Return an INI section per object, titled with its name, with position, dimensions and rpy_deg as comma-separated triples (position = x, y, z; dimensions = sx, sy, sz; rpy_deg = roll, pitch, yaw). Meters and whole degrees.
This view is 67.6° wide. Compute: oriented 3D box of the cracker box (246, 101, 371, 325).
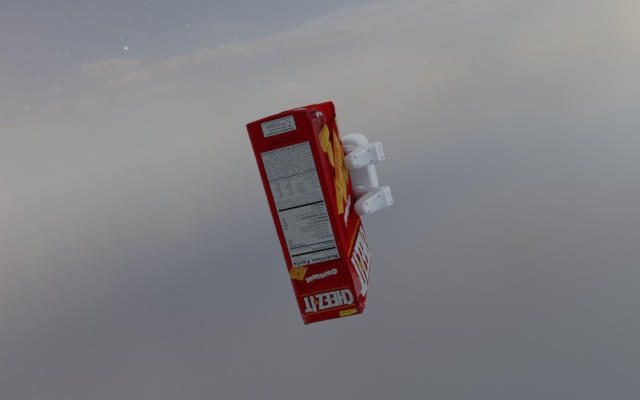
[cracker box]
position = 0.000, 0.002, 0.537
dimensions = 0.072, 0.214, 0.164
rpy_deg = -13, 11, 12
